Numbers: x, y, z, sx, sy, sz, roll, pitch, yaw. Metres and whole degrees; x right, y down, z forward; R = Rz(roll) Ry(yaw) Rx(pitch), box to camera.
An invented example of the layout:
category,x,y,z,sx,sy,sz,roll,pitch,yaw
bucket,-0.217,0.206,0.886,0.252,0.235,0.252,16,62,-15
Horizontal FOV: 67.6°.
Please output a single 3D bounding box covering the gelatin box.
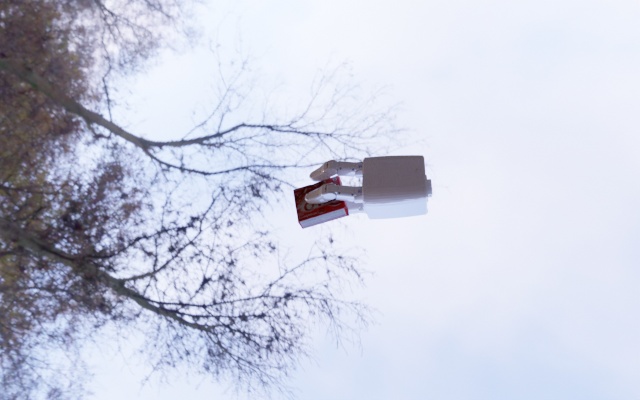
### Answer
category,x,y,z,sx,sy,sz,roll,pitch,yaw
gelatin box,0.000,0.003,0.843,0.089,0.073,0.030,-17,-37,8
